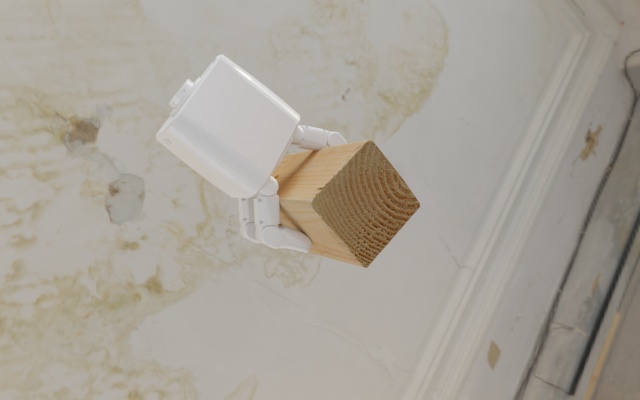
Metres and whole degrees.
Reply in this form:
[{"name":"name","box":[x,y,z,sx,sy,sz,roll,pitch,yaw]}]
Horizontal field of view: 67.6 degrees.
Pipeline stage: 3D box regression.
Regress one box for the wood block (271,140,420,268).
[{"name":"wood block","box":[0.000,0.001,0.538,0.091,0.090,0.206,-47,20,-18]}]
